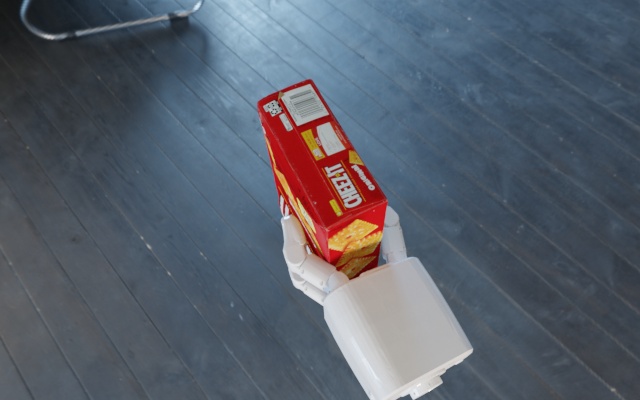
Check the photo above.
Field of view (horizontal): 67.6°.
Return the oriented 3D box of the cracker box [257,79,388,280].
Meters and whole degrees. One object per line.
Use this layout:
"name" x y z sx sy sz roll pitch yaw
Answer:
"cracker box" 0.000 0.002 0.533 0.072 0.164 0.214 -24 -27 -11
